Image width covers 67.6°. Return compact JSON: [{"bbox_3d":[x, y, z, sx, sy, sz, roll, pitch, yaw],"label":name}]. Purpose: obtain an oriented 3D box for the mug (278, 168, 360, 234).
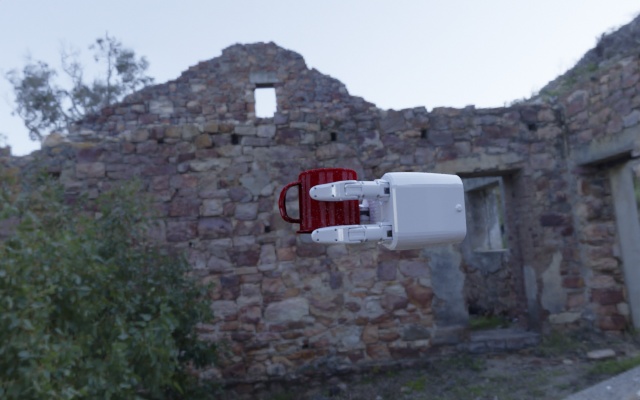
[{"bbox_3d":[-0.001,0.002,0.645,0.117,0.081,0.093,-1,-7,-19],"label":"mug"}]
